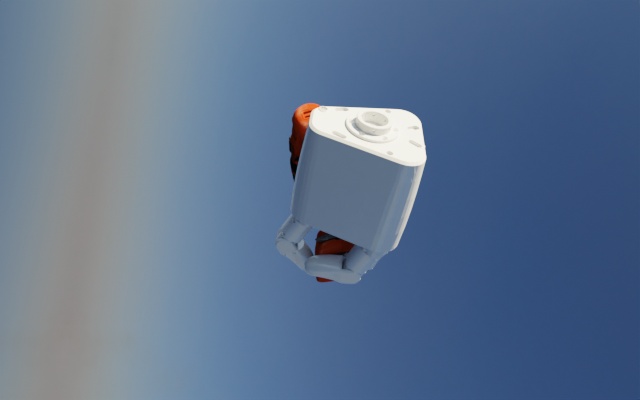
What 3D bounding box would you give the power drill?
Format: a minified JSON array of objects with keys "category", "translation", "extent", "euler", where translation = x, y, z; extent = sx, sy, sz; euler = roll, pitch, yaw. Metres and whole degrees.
[{"category":"power drill","translation":[0.000,0.002,0.597],"extent":[0.057,0.187,0.184],"euler":[-12,-28,-7]}]
